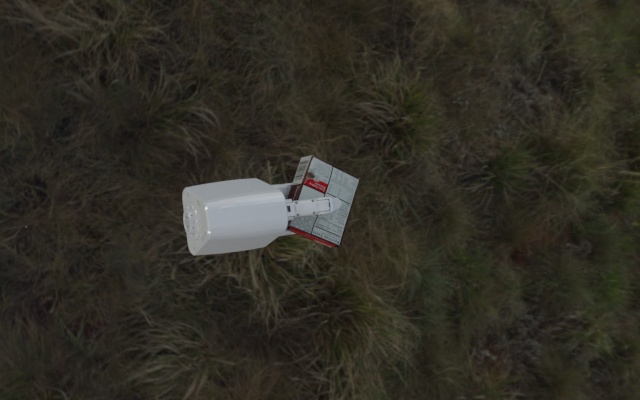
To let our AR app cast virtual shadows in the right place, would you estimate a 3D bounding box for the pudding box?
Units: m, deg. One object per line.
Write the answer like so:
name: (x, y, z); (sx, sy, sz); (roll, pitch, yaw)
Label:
pudding box: (0.000, 0.002, 0.696); (0.090, 0.113, 0.039); (25, -14, -26)
